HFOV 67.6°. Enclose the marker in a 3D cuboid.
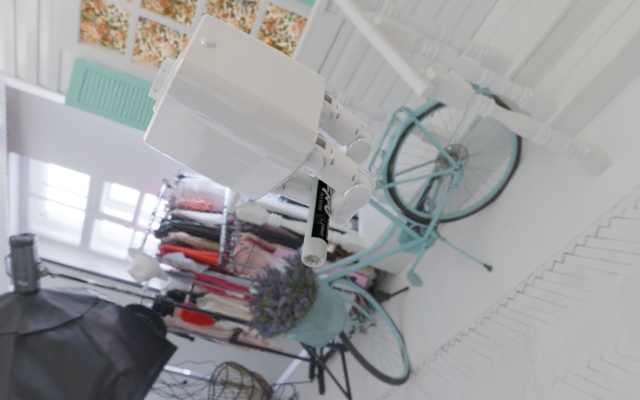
[{"bbox_3d":[0.000,0.001,0.401,0.020,0.121,0.020,4,-42,4],"label":"marker"}]
